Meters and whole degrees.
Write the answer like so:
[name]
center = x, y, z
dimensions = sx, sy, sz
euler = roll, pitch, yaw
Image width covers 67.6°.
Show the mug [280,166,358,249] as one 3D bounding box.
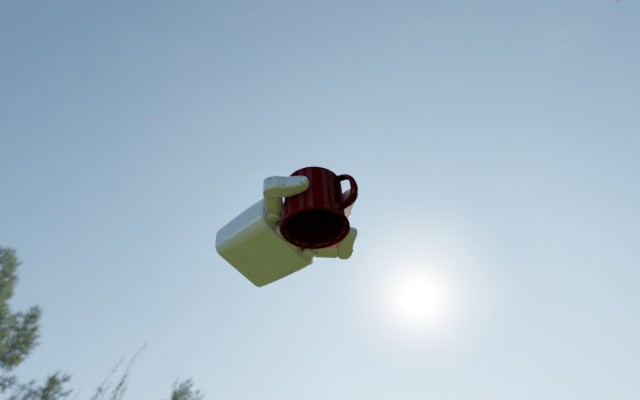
[mug]
center = 0.001, 0.001, 0.651
dimensions = 0.117, 0.081, 0.093
euler = -31, -47, 28
